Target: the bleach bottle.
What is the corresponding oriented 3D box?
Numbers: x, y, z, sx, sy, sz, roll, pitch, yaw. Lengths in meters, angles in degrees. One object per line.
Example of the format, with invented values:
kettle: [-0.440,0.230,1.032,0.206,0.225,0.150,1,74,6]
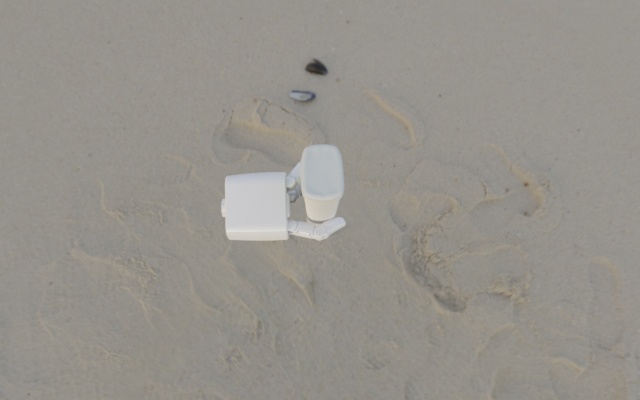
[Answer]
bleach bottle: [0.000,0.003,0.854,0.068,0.102,0.251,-1,-24,-2]
